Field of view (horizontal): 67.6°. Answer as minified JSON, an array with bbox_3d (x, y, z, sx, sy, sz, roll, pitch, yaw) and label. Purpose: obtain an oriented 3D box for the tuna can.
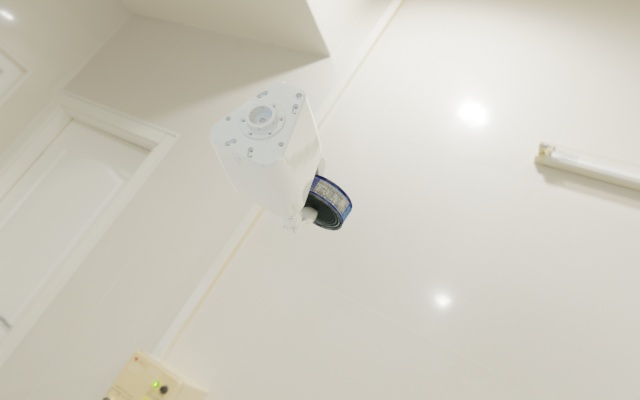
[{"bbox_3d":[0.000,0.002,0.658,0.086,0.033,0.086,28,-24,14],"label":"tuna can"}]
